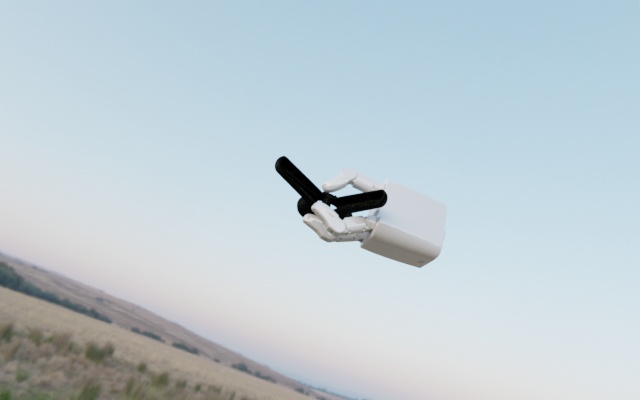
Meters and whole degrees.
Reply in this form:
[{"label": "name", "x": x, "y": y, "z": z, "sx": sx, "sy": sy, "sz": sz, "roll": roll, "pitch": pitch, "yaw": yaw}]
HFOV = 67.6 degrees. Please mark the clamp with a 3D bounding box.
[{"label": "clamp", "x": 0.001, "y": 0.002, "z": 0.745, "sx": 0.164, "sy": 0.036, "sz": 0.210, "roll": 23, "pitch": -22, "yaw": -2}]
